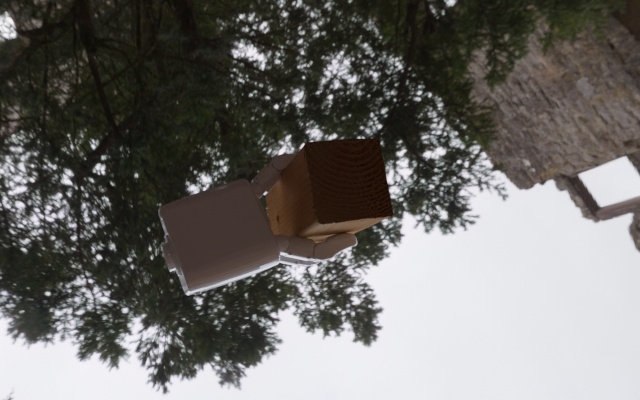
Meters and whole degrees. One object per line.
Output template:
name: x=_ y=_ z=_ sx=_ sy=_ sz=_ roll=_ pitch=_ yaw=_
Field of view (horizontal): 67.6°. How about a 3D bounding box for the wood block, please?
wood block: x=0.000 y=0.002 z=0.596 sx=0.090 sy=0.091 sz=0.206 roll=-6 pitch=-11 yaw=-20
